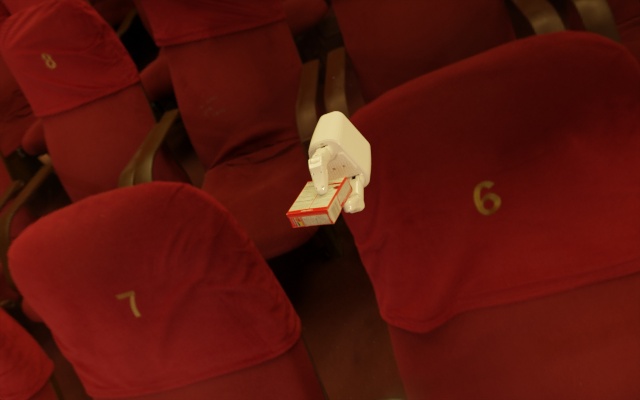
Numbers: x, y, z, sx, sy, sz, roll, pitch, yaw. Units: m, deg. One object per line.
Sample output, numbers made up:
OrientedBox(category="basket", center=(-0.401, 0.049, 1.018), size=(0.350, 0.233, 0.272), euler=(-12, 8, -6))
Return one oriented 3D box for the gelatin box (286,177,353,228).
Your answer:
OrientedBox(category="gelatin box", center=(0.000, 0.002, 0.728), size=(0.073, 0.030, 0.089), euler=(-7, 33, 31))
